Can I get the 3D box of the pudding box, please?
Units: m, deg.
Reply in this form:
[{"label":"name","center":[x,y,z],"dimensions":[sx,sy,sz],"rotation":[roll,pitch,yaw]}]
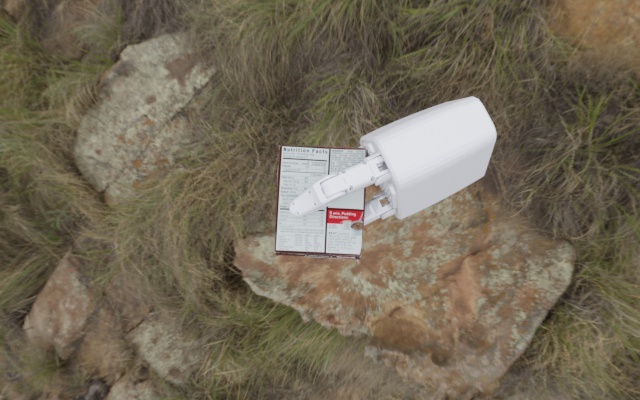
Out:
[{"label":"pudding box","center":[0.000,0.002,0.485],"dimensions":[0.090,0.113,0.039],"rotation":[3,-9,1]}]
